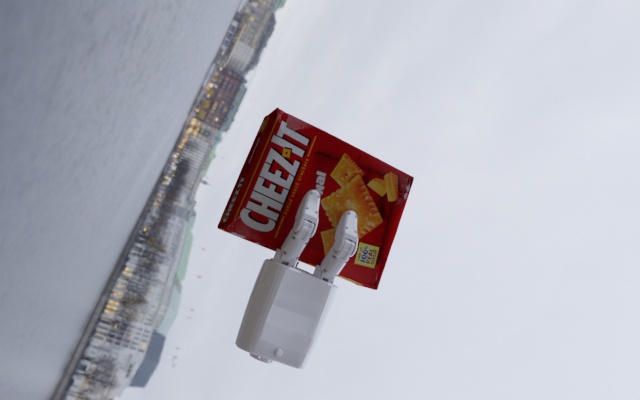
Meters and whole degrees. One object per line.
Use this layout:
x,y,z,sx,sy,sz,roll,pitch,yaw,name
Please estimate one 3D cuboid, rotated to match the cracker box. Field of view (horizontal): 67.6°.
0.000,0.002,0.621,0.214,0.164,0.072,25,-11,-18,cracker box
